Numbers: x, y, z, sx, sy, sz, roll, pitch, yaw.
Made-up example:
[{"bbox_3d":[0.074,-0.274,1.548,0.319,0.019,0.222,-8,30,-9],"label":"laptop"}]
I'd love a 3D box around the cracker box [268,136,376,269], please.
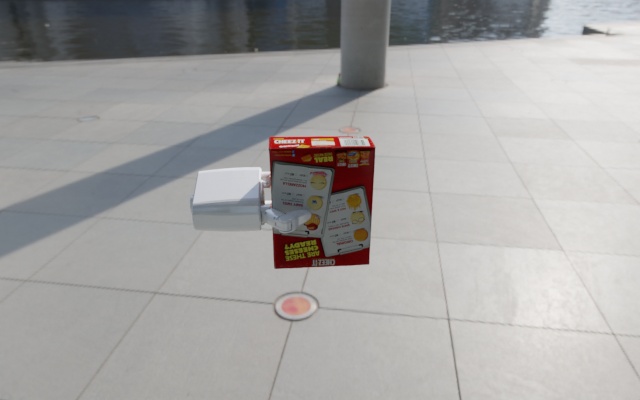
[{"bbox_3d":[0.000,0.002,0.786,0.164,0.214,0.072,-2,26,-4],"label":"cracker box"}]
